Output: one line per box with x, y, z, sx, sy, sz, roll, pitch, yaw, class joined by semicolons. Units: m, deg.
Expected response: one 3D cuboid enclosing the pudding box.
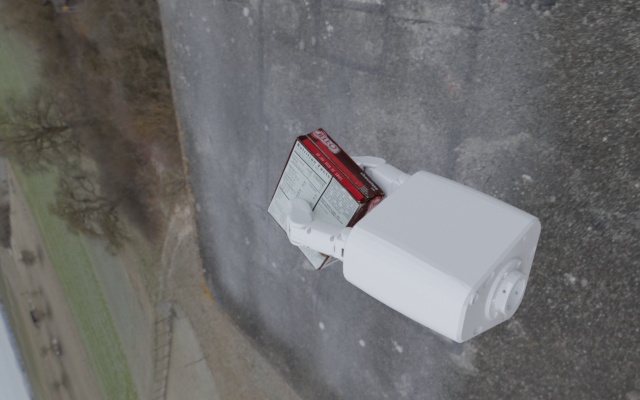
0.000;0.002;0.459;0.039;0.090;0.114;-25;-25;-40;pudding box
